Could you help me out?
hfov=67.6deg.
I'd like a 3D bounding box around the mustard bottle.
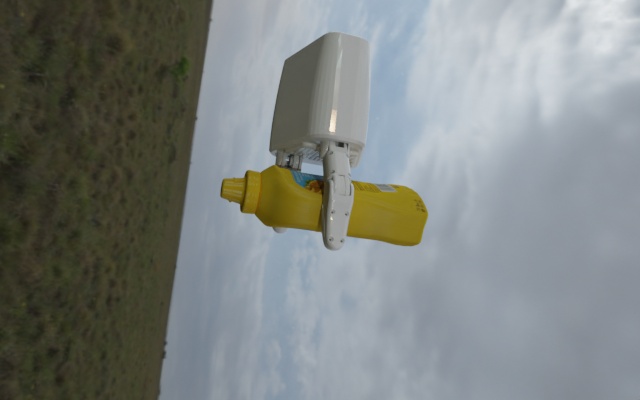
[{"bbox_3d":[0.000,0.002,0.466,0.191,0.058,0.096,9,15,-16],"label":"mustard bottle"}]
